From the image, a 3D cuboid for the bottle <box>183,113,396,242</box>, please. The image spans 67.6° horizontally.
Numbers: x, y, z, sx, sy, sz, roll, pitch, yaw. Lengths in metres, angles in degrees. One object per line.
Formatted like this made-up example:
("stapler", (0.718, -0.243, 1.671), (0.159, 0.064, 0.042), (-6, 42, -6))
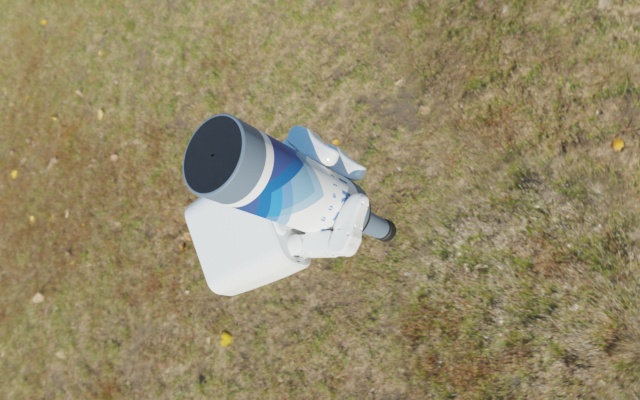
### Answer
("bottle", (0.000, 0.001, 0.476), (0.069, 0.069, 0.296), (0, -14, 35))
